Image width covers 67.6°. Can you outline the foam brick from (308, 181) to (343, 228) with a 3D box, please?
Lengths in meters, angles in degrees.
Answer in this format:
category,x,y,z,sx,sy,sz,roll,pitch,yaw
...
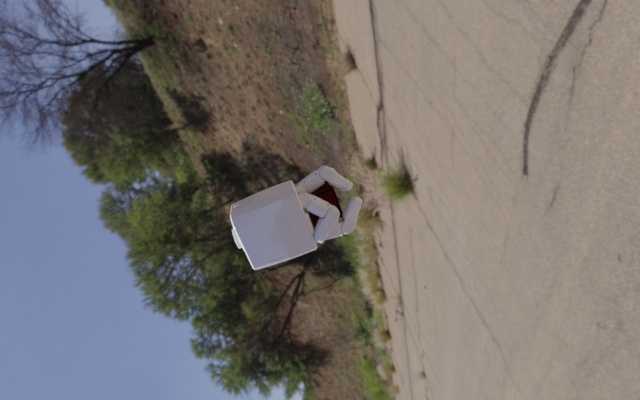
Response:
category,x,y,z,sx,sy,sz,roll,pitch,yaw
foam brick,0.000,0.003,0.788,0.051,0.053,0.078,-21,16,-2
